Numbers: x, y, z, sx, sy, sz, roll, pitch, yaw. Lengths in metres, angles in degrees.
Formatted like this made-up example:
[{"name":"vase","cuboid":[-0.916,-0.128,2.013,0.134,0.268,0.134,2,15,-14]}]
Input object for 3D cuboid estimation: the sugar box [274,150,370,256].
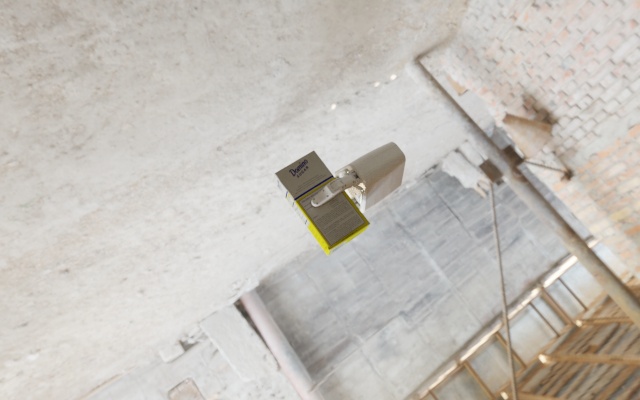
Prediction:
[{"name":"sugar box","cuboid":[0.000,0.003,0.879,0.093,0.176,0.048,-32,-16,-19]}]
